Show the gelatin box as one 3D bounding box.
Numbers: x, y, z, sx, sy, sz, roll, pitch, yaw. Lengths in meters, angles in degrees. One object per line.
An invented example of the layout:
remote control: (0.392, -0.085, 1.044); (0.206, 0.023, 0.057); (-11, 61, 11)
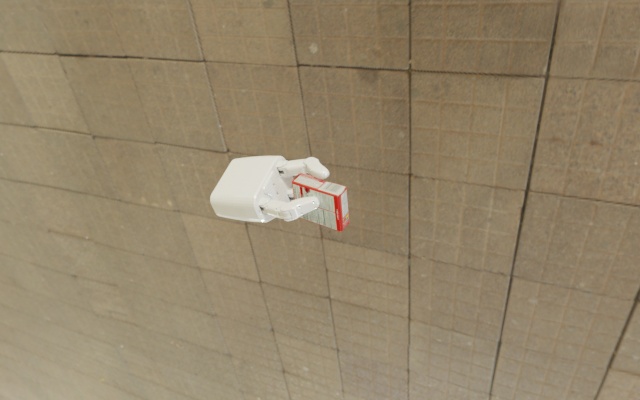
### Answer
gelatin box: (0.000, 0.003, 0.754); (0.089, 0.073, 0.030); (18, 44, 28)
